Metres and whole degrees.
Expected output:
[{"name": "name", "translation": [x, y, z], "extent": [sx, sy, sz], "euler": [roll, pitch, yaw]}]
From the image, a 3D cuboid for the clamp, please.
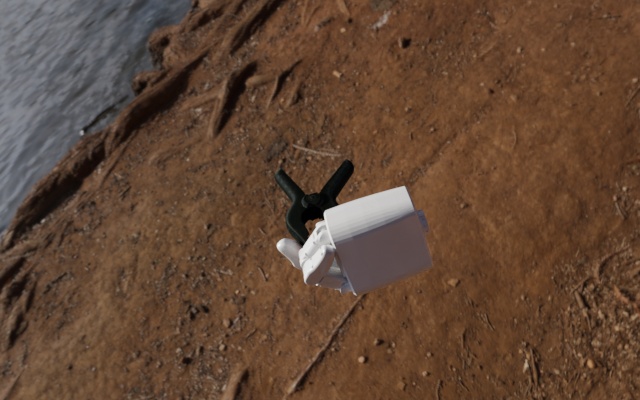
[{"name": "clamp", "translation": [0.000, 0.002, 0.679], "extent": [0.120, 0.171, 0.039], "euler": [-18, -43, 5]}]
